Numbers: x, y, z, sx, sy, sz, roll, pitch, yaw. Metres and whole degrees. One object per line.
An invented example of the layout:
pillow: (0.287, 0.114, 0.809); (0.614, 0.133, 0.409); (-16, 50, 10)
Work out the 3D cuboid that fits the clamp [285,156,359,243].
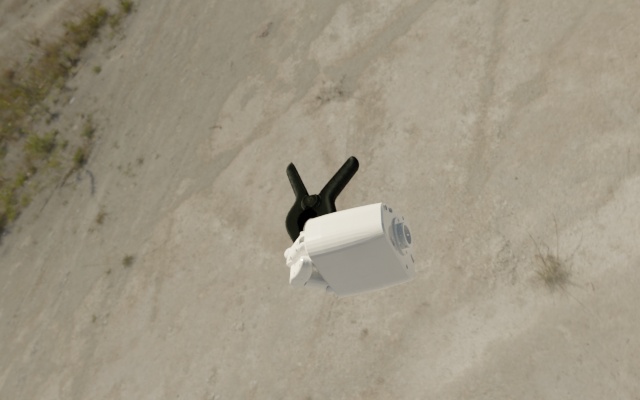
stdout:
clamp: (0.000, 0.002, 0.708); (0.120, 0.171, 0.039); (-15, -35, 23)
